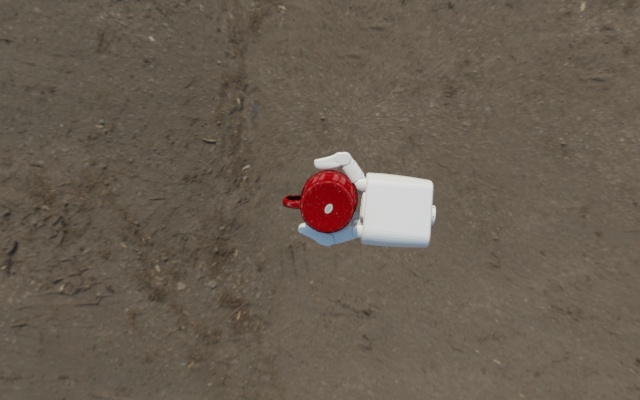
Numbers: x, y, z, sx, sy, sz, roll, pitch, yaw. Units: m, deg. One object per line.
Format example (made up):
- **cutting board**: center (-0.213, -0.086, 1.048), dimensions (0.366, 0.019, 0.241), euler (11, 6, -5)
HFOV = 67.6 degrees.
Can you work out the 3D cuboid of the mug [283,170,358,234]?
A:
- **mug**: center (-0.001, 0.002, 0.733), dimensions (0.117, 0.093, 0.081), euler (4, 10, 3)
